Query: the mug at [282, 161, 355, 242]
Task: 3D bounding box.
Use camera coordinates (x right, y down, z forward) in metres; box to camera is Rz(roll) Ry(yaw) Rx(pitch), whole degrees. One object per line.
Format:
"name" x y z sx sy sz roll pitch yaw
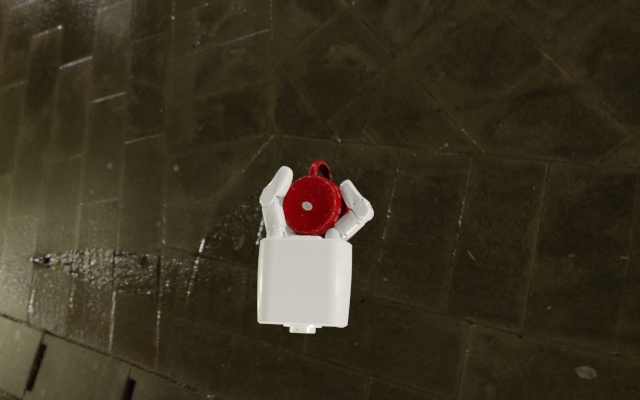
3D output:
"mug" 0.000 0.001 0.657 0.093 0.117 0.081 -3 -14 22
